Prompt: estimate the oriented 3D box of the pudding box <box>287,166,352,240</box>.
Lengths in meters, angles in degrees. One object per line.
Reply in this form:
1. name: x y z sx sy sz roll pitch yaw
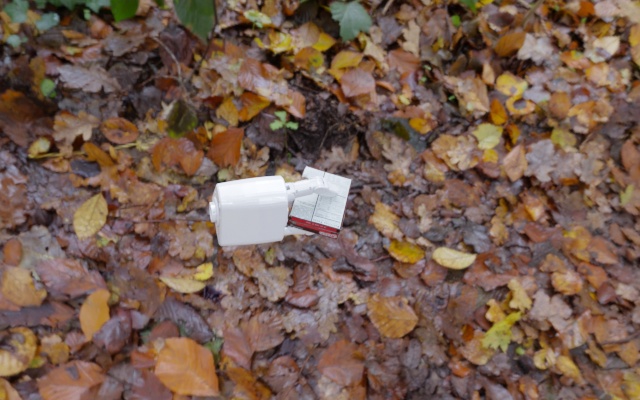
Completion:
1. pudding box: 0.000 0.003 0.815 0.090 0.113 0.039 17 -33 -1
